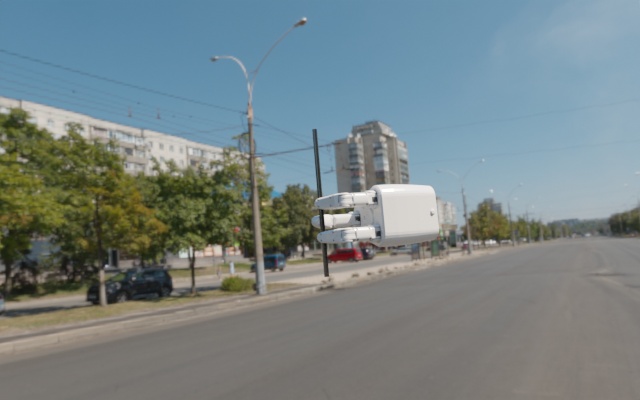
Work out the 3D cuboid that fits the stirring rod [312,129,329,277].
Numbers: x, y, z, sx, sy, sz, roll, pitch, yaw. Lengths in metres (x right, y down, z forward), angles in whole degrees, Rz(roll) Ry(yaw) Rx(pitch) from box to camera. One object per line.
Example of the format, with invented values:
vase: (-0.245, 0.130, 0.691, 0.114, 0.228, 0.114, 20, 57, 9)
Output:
stirring rod: (0.000, 0.003, 0.774, 0.011, 0.239, 0.011, -5, -5, 0)
